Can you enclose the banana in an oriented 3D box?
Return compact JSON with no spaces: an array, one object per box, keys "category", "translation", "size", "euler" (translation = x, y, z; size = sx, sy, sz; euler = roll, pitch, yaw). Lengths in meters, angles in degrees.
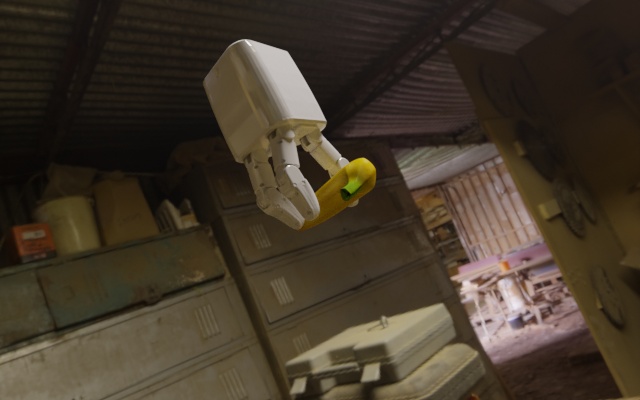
[{"category":"banana","translation":[0.016,-0.007,0.525],"size":[0.069,0.037,0.198],"euler":[-28,-5,-20]}]
